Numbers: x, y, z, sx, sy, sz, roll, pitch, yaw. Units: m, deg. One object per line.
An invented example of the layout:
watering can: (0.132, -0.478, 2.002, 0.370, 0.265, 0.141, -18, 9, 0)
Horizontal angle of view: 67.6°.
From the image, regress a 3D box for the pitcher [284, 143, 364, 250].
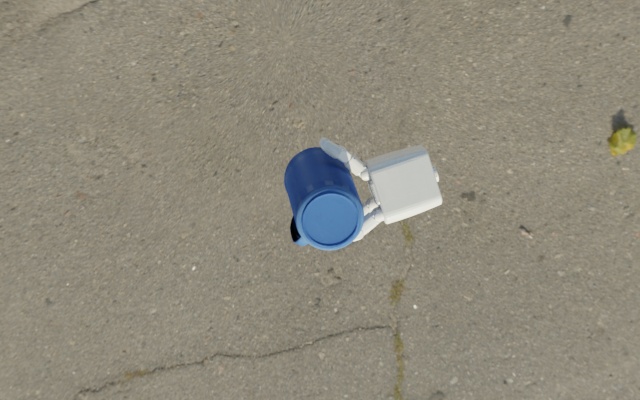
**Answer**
pitcher: (0.000, 0.003, 0.846, 0.145, 0.149, 0.242, -16, 19, 0)
